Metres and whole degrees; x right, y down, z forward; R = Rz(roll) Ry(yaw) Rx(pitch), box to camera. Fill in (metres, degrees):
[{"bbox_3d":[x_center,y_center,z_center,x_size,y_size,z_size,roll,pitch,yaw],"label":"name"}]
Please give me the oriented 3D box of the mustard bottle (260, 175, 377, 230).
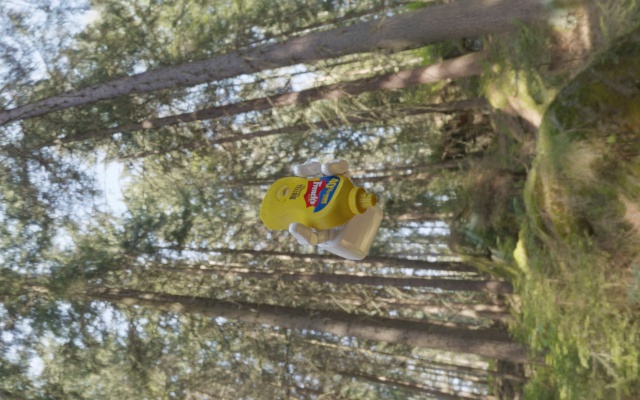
[{"bbox_3d":[0.000,0.002,0.758,0.191,0.096,0.058,-1,-45,33],"label":"mustard bottle"}]
